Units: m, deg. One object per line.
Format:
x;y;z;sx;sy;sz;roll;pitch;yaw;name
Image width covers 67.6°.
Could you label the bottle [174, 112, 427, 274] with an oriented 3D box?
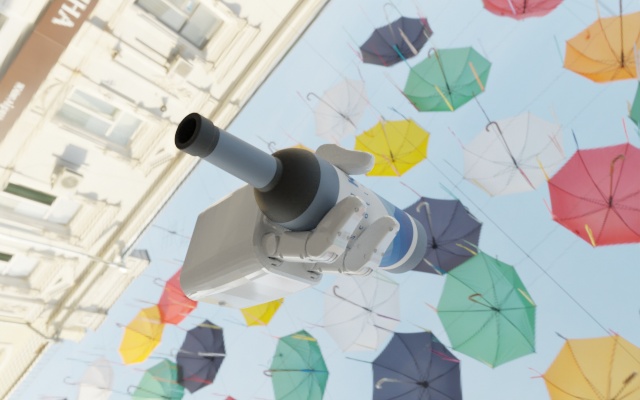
0.000;0.001;0.421;0.069;0.069;0.296;0;-19;39;bottle
